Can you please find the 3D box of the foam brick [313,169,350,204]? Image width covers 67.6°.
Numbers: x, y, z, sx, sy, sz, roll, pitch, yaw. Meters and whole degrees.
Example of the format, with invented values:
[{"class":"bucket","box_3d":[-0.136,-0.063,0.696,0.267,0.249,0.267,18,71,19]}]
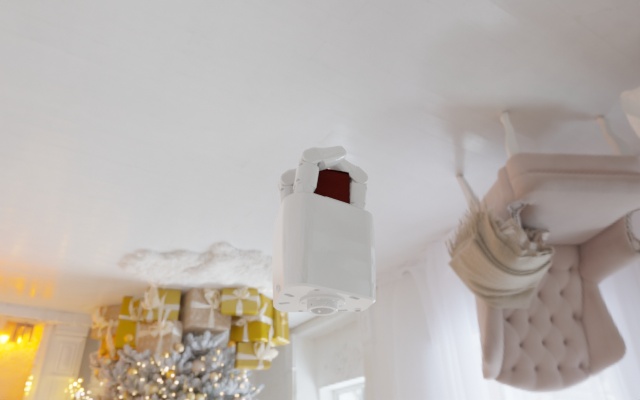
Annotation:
[{"class":"foam brick","box_3d":[0.000,0.002,0.591,0.053,0.051,0.078,8,-31,-12]}]
